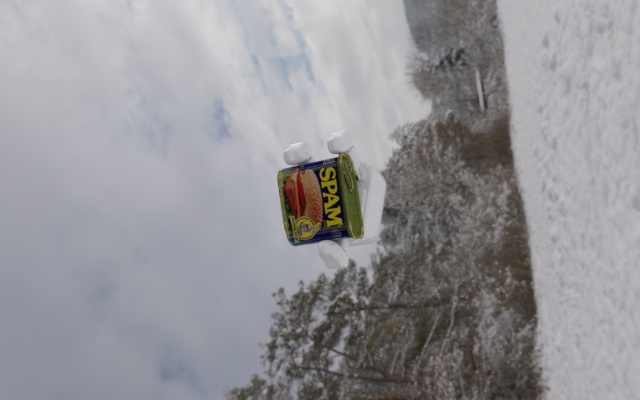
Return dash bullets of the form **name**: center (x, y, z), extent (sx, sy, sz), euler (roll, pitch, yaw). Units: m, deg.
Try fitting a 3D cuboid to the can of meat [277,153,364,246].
- **can of meat**: center (0.000, 0.002, 0.574), extent (0.084, 0.102, 0.057), euler (-10, -7, 19)
